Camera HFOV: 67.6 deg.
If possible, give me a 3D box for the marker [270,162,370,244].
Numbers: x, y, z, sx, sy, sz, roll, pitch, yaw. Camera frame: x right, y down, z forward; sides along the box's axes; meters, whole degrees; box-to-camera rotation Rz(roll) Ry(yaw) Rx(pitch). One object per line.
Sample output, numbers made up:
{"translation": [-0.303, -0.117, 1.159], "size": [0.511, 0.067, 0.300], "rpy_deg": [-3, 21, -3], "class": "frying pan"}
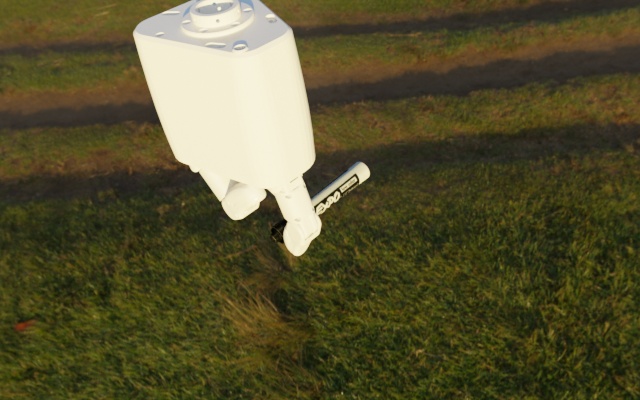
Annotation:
{"translation": [0.000, 0.002, 0.452], "size": [0.121, 0.020, 0.020], "rpy_deg": [-37, 19, -27], "class": "marker"}
